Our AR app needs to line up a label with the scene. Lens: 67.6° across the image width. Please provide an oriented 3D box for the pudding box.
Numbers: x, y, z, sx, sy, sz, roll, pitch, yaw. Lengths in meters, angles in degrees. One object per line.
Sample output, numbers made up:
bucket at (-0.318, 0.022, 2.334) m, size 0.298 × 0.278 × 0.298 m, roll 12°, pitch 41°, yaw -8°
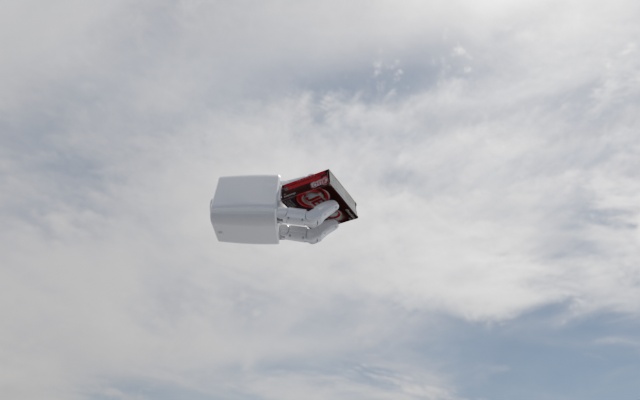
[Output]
pudding box at (0.000, 0.002, 0.802) m, size 0.090 × 0.039 × 0.113 m, roll -18°, pitch -37°, yaw 22°
